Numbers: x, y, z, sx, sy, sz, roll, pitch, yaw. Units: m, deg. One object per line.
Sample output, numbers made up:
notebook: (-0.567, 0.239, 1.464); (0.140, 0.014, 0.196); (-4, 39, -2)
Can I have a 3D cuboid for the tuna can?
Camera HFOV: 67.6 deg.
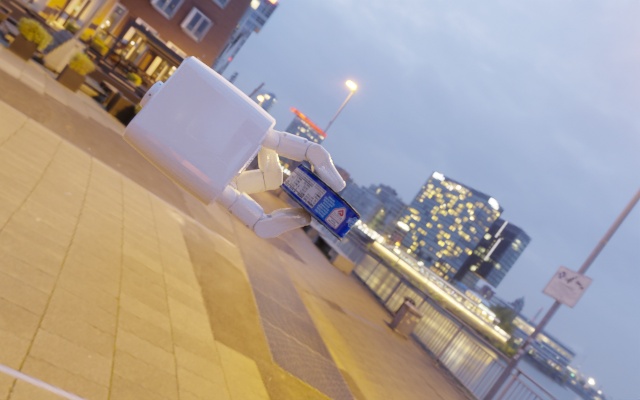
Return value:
tuna can: (0.001, 0.001, 0.494); (0.086, 0.034, 0.086); (42, -1, 1)
